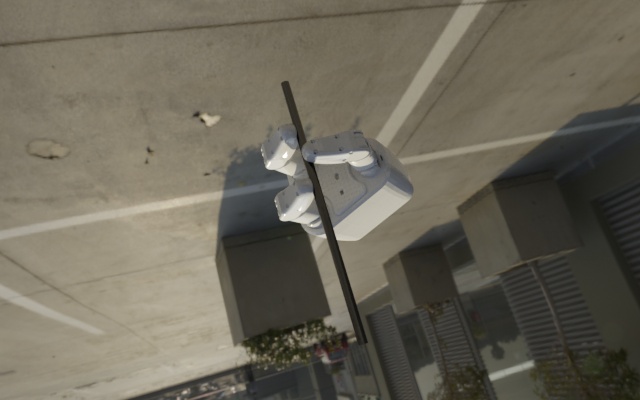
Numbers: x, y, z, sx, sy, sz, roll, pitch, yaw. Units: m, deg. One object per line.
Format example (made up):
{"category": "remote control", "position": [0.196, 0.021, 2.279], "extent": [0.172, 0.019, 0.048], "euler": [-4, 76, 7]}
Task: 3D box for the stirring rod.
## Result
{"category": "stirring rod", "position": [0.000, 0.001, 0.405], "extent": [0.011, 0.239, 0.011], "euler": [-15, -18, -5]}
